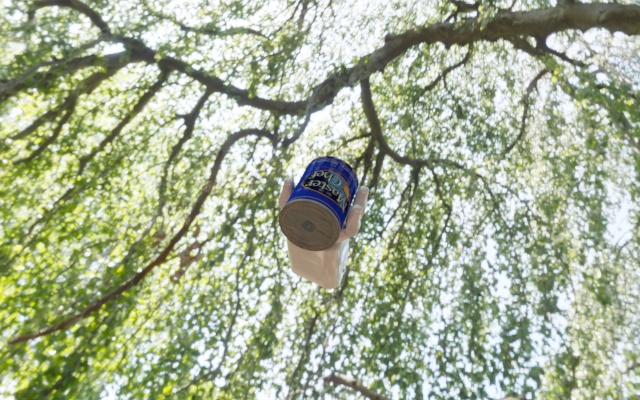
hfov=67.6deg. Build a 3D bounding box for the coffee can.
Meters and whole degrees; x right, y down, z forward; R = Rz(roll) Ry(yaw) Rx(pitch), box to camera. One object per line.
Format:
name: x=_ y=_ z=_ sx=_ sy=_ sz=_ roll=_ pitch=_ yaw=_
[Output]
coffee can: x=0.000 y=0.003 z=0.815 sx=0.103 sy=0.103 sz=0.140 roll=0 pitch=35 yaw=20
